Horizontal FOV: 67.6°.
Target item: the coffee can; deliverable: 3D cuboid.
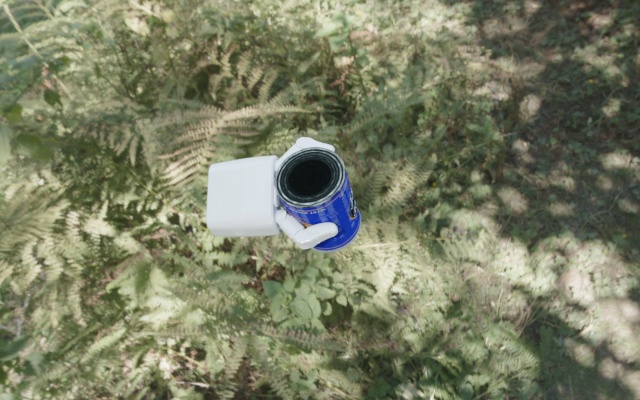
[{"bbox_3d":[0.000,0.002,0.718,0.103,0.102,0.140,0,-32,15],"label":"coffee can"}]
